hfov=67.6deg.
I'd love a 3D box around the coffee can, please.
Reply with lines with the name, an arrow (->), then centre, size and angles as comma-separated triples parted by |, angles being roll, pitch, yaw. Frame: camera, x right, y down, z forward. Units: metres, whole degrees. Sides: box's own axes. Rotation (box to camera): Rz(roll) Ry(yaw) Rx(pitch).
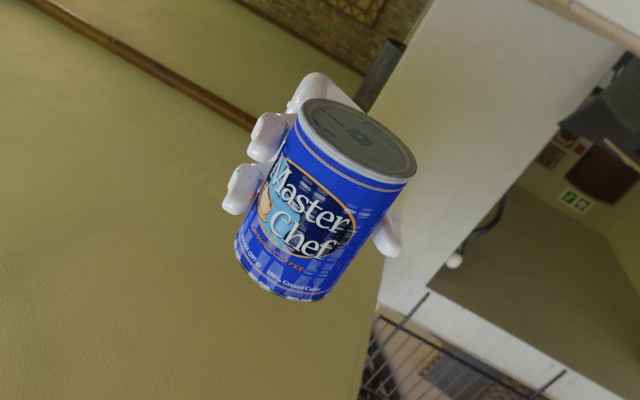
coffee can -> 0.000, 0.001, 0.403 | 0.103, 0.140, 0.102 | 23, 31, -14
